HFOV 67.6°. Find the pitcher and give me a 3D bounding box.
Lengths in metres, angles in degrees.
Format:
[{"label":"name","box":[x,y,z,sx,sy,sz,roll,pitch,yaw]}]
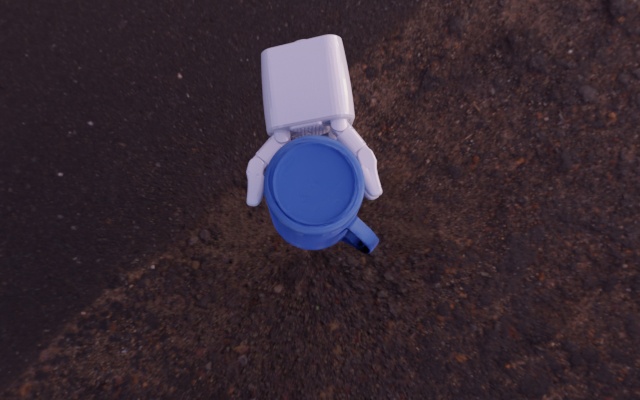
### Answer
[{"label":"pitcher","box":[0.000,0.002,0.615,0.149,0.145,0.243,-5,-6,-2]}]
